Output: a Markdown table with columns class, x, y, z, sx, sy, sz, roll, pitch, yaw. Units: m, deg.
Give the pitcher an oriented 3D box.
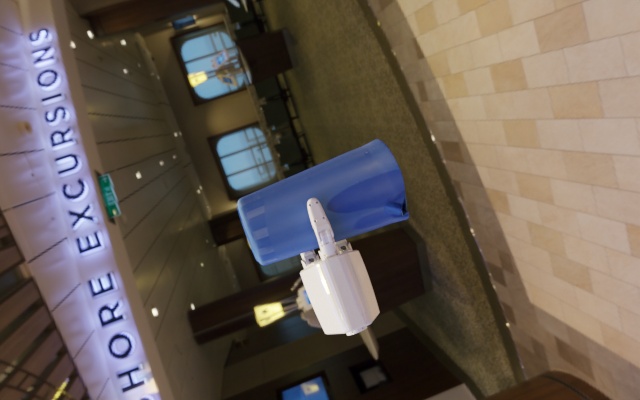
| class | x | y | z | sx | sy | sz | roll | pitch | yaw |
| --- | --- | --- | --- | --- | --- | --- | --- | --- | --- |
| pitcher | 0.000 | 0.003 | 0.737 | 0.243 | 0.145 | 0.149 | -20 | -8 | -7 |
